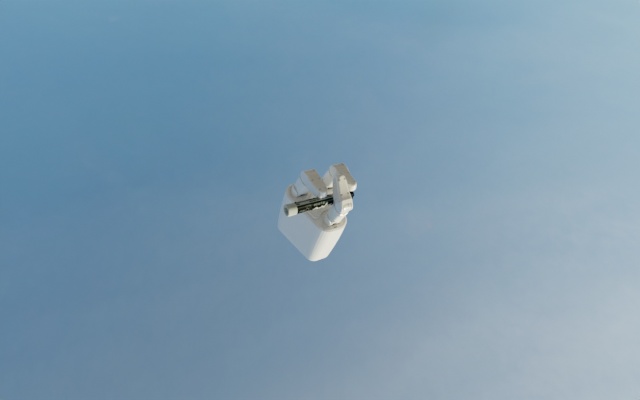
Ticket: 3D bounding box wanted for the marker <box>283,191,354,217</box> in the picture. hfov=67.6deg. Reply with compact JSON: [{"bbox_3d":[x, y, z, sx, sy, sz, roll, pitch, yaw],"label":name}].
[{"bbox_3d":[0.000,0.002,0.745,0.121,0.020,0.020,-14,7,-27],"label":"marker"}]
